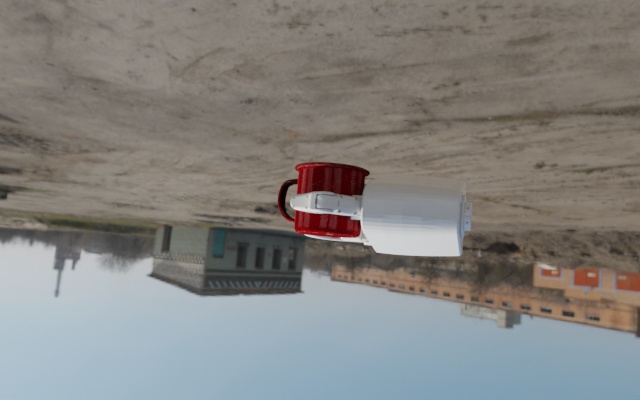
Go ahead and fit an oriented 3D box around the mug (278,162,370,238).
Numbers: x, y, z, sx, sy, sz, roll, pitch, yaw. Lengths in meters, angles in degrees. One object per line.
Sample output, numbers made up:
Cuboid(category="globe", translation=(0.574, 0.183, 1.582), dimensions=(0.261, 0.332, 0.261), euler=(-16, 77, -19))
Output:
Cuboid(category="mug", translation=(-0.001, 0.002, 0.588), dimensions=(0.117, 0.081, 0.093), euler=(2, -7, 21))
